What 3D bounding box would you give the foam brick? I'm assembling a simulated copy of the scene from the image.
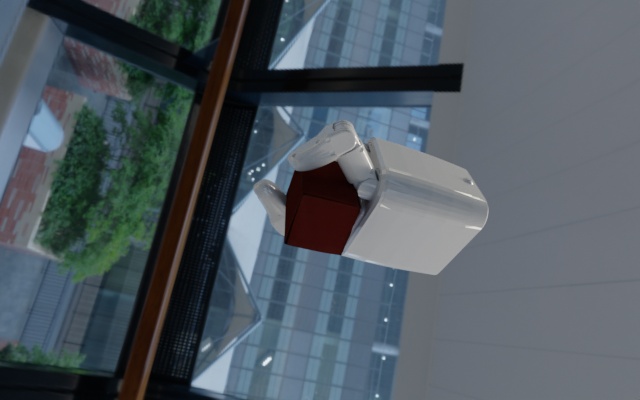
[{"bbox_3d":[0.000,0.002,0.418,0.051,0.053,0.078,15,30,-11],"label":"foam brick"}]
